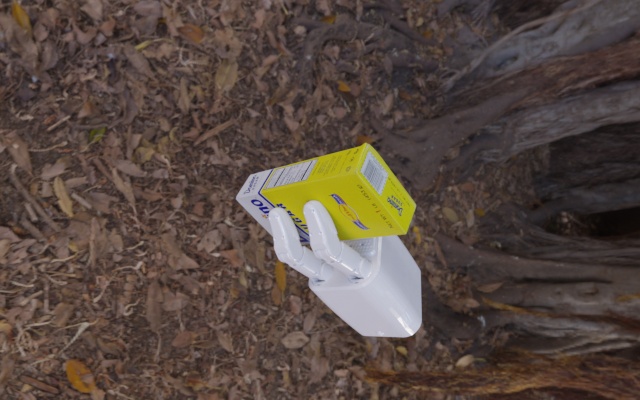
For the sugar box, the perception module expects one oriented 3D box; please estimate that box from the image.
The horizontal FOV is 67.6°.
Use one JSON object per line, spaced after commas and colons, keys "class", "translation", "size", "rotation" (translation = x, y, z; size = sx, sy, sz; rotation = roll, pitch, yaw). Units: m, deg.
{"class": "sugar box", "translation": [0.000, 0.002, 0.506], "size": [0.176, 0.048, 0.093], "rotation": [-13, -51, 41]}
